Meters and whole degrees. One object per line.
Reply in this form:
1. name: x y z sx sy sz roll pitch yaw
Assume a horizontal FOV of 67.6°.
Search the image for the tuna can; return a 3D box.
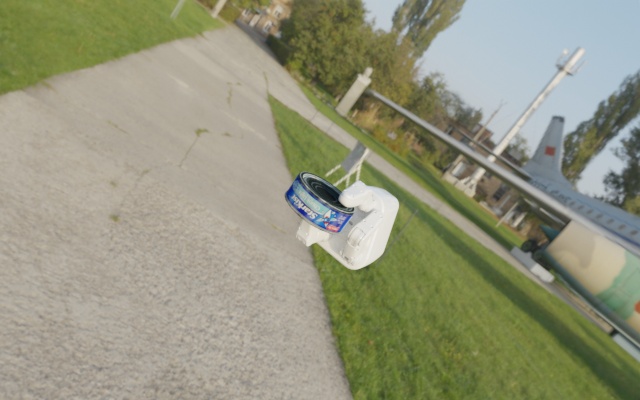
1. tuna can: 0.000 0.001 0.593 0.086 0.034 0.086 32 18 -12
